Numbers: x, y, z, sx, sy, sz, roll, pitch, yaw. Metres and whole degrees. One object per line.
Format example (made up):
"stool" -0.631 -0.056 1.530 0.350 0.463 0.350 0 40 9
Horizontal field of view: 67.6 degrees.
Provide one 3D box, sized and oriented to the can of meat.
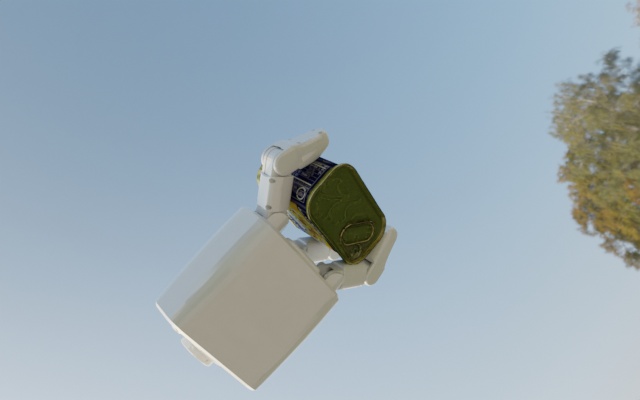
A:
"can of meat" 0.000 0.001 0.436 0.084 0.057 0.102 27 -18 46
